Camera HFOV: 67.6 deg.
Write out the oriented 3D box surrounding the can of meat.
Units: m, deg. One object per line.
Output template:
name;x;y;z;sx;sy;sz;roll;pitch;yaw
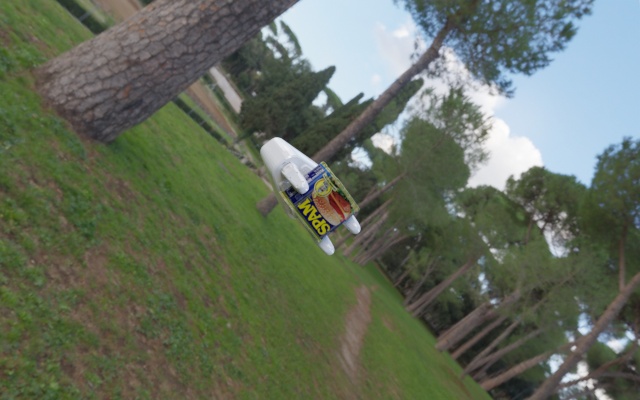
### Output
can of meat;0.000;0.002;0.746;0.084;0.102;0.057;-38;29;-1
